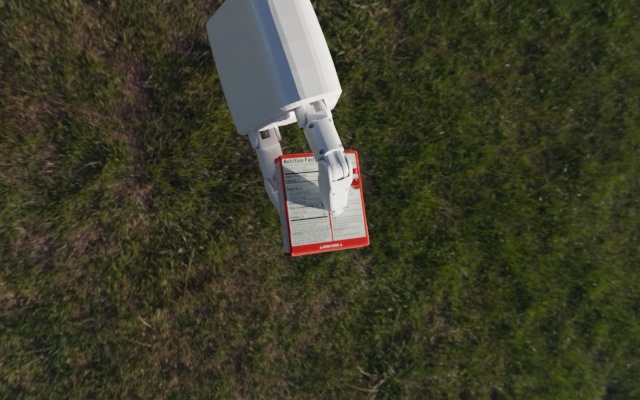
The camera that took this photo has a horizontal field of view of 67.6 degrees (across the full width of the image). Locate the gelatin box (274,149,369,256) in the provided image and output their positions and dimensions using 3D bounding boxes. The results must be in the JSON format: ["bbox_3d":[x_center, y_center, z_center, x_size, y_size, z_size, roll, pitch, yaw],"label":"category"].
[{"bbox_3d":[0.000,0.002,0.429,0.073,0.089,0.030,-6,-4,-18],"label":"gelatin box"}]
